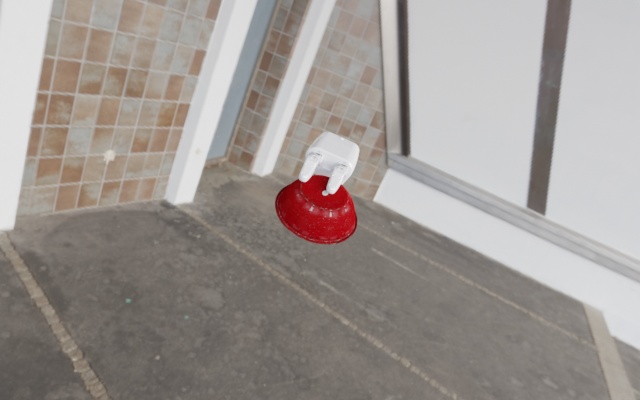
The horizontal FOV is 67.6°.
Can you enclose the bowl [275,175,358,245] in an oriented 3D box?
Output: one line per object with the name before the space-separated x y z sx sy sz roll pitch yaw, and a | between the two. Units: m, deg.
bowl | 0.000 0.003 0.880 0.162 0.162 0.055 0 -44 -23
